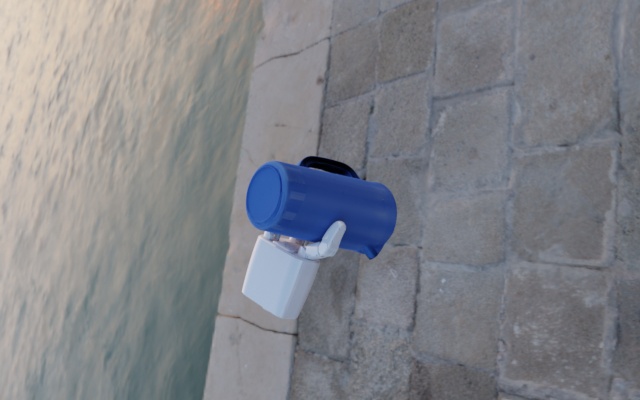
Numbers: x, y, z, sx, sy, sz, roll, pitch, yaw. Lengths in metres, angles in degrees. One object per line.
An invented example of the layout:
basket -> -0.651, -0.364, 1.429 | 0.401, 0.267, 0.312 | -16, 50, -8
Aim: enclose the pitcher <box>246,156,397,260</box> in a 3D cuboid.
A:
pitcher -> 0.000, 0.003, 0.798 | 0.243, 0.145, 0.149 | 14, 8, -41
